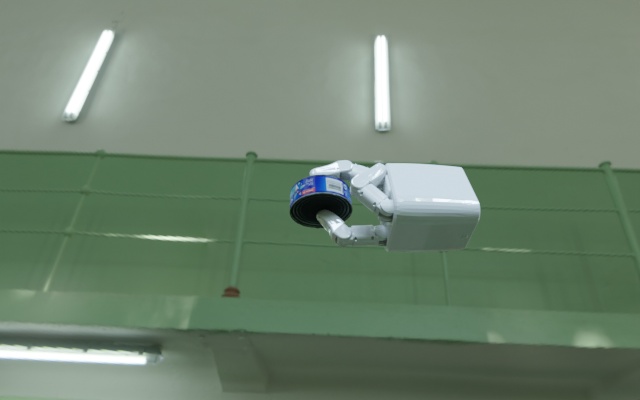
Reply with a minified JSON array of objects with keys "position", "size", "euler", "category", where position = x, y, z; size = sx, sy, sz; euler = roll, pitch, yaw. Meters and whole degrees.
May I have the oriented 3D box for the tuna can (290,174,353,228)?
[{"position":[0.000,0.002,0.658],"size":[0.086,0.033,0.086],"euler":[-2,-35,-2],"category":"tuna can"}]
